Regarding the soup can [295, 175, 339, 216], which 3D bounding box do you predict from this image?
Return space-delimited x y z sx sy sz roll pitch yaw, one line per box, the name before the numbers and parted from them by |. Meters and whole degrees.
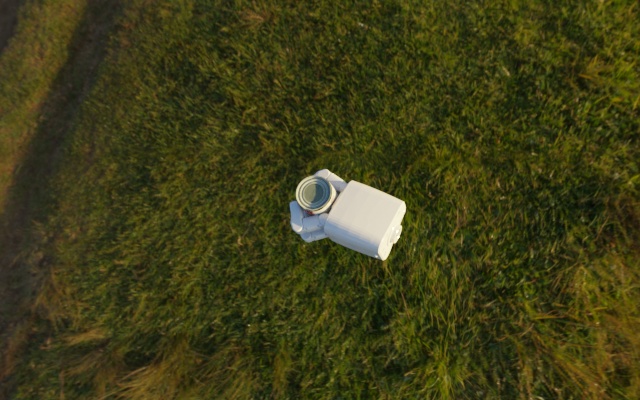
soup can | 0.000 0.002 0.867 0.068 0.068 0.102 0 -19 15
